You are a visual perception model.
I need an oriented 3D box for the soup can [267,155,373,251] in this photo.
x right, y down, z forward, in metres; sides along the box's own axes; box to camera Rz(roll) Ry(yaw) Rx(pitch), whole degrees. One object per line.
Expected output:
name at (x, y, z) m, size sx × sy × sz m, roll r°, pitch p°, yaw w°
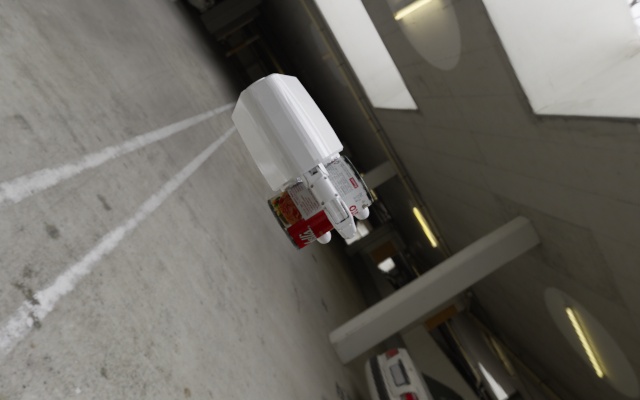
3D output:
soup can at (0.001, 0.002, 0.546) m, size 0.102 × 0.068 × 0.068 m, roll -32°, pitch 0°, yaw -1°
